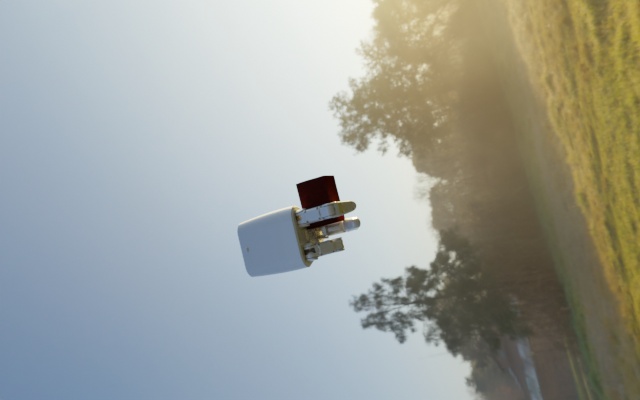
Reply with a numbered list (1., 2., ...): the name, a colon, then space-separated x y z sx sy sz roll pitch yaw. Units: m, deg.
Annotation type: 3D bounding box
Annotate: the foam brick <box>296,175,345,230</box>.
1. foam brick: 0.000 0.002 0.773 0.051 0.078 0.053 -15 -4 21
